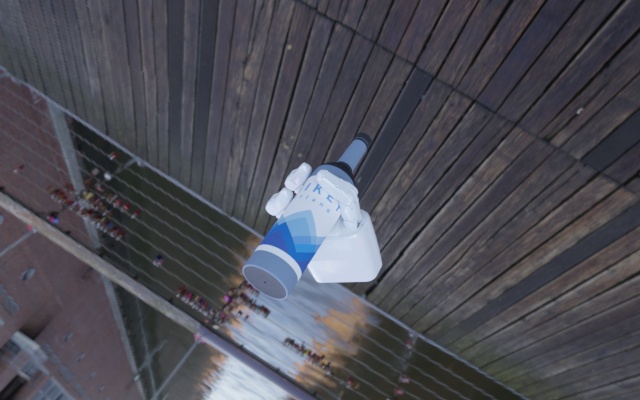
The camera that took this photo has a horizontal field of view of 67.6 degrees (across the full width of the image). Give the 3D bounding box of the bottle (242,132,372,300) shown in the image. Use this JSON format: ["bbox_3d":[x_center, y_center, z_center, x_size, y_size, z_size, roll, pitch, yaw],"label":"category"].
[{"bbox_3d":[0.000,0.002,0.671,0.069,0.069,0.295,0,42,39],"label":"bottle"}]
